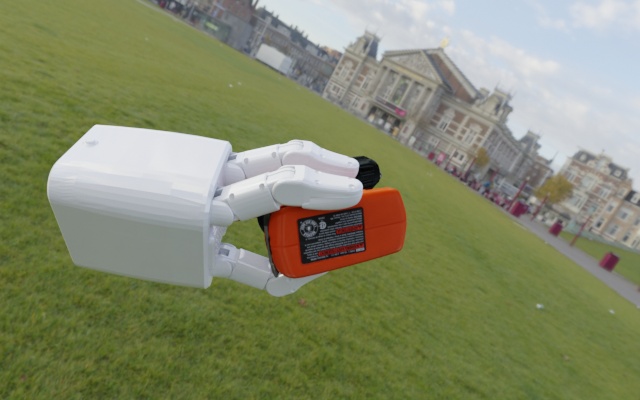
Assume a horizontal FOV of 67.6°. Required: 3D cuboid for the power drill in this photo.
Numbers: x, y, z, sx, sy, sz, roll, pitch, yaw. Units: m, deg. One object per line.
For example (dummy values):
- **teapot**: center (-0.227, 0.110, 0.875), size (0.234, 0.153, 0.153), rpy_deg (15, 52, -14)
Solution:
- **power drill**: center (0.000, 0.002, 0.431), size (0.184, 0.057, 0.187), rpy_deg (-13, 16, -17)
